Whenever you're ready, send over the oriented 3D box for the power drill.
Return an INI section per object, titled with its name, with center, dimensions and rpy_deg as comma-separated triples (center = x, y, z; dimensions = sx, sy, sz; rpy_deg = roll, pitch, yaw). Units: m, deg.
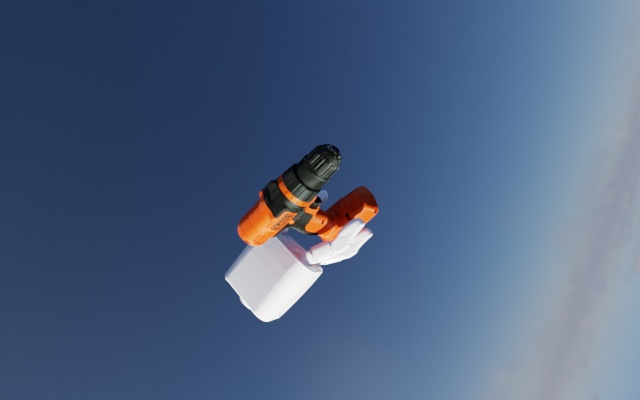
[power drill]
center = 0.000, 0.002, 0.675
dimensions = 0.184, 0.057, 0.188
rpy_deg = -41, -32, 26
